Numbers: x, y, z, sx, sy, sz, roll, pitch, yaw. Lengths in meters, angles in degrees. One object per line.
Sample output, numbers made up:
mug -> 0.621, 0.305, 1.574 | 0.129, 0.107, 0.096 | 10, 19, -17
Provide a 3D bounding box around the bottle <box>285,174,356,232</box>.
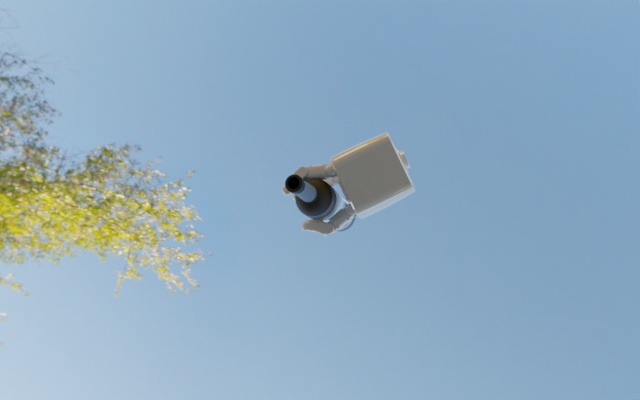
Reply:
bottle -> 0.000, 0.003, 0.837 | 0.069, 0.069, 0.296 | 0, -11, 16
